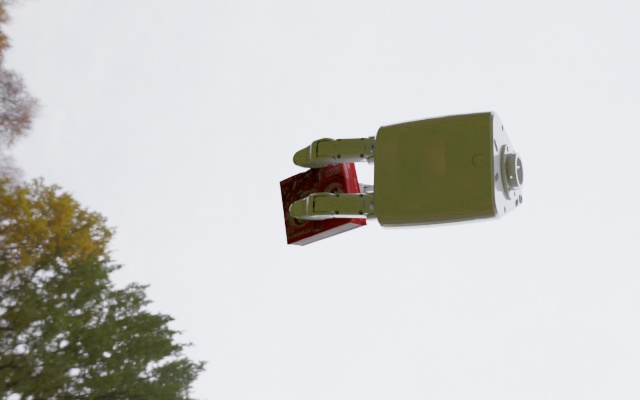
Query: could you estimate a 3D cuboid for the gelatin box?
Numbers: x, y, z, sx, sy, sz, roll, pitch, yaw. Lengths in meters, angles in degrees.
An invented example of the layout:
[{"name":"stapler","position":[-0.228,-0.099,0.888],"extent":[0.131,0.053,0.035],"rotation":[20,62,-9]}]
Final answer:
[{"name":"gelatin box","position":[0.000,0.002,0.501],"extent":[0.089,0.073,0.030],"rotation":[-22,-22,34]}]
